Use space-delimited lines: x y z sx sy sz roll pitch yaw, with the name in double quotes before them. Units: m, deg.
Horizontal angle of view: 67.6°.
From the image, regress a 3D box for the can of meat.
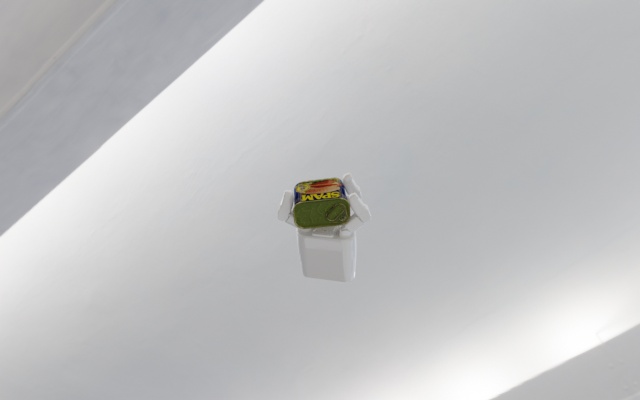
"can of meat" 0.000 0.003 0.880 0.102 0.057 0.084 -6 31 0
